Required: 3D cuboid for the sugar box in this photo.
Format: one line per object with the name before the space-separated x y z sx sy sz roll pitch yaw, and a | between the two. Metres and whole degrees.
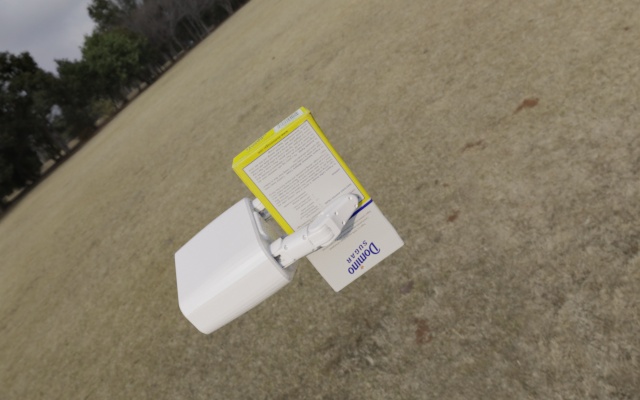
sugar box | 0.000 0.001 0.497 0.093 0.176 0.048 -36 21 5
